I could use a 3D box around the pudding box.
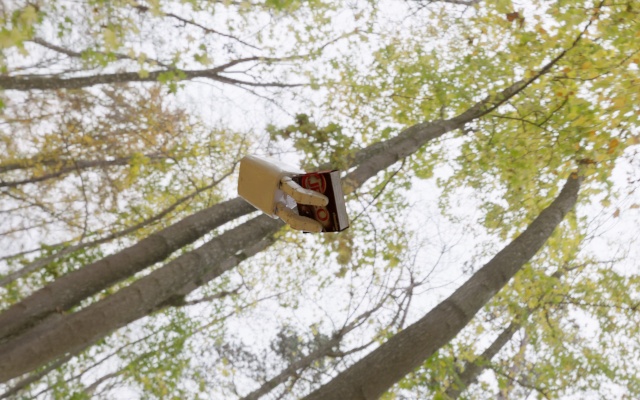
[{"bbox_3d":[0.000,0.003,0.883,0.090,0.113,0.039,-6,11,39],"label":"pudding box"}]
